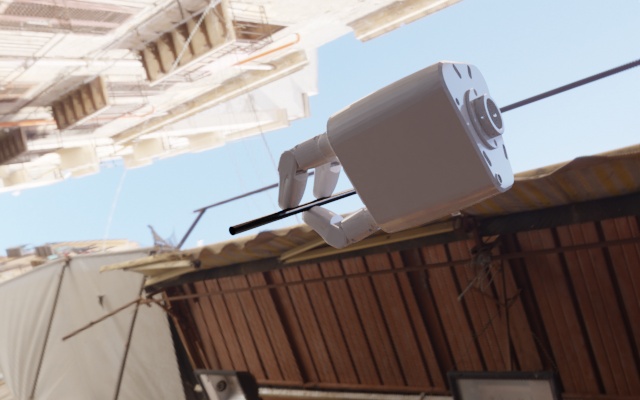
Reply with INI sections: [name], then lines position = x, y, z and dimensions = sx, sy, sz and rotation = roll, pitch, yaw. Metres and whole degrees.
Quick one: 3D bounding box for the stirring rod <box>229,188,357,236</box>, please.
[stirring rod]
position = 0.000, 0.002, 0.477
dimensions = 0.011, 0.011, 0.239
rotation = 0, 11, 37
